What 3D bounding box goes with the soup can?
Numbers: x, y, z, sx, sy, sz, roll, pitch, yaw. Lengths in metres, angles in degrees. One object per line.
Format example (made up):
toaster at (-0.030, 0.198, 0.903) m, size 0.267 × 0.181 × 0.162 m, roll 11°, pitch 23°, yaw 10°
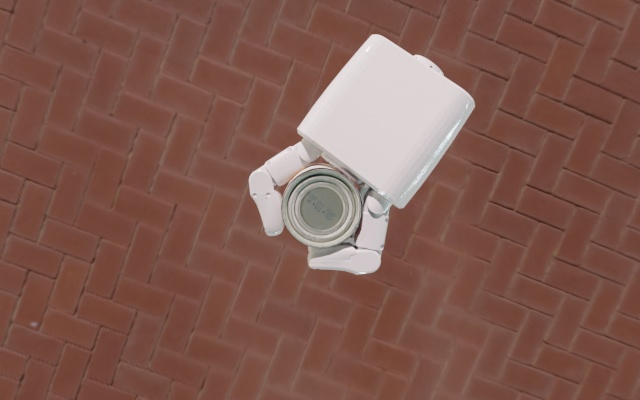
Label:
soup can at (0.000, 0.002, 0.433) m, size 0.068 × 0.068 × 0.102 m, roll 0°, pitch 6°, yaw -2°
